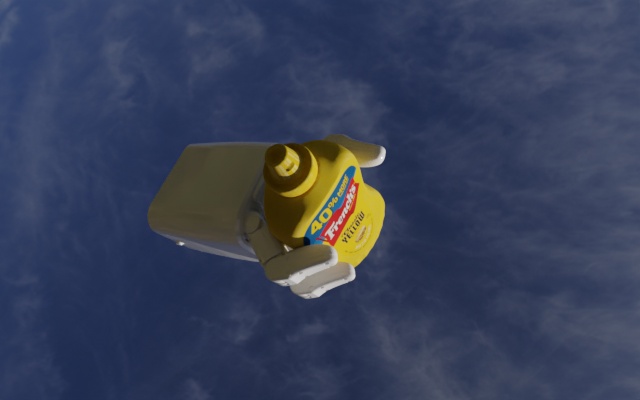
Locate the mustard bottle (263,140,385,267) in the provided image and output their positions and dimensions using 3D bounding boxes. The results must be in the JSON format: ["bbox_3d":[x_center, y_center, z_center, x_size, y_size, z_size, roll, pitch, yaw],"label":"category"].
[{"bbox_3d":[0.000,0.002,0.419,0.058,0.096,0.192,31,-8,29],"label":"mustard bottle"}]
